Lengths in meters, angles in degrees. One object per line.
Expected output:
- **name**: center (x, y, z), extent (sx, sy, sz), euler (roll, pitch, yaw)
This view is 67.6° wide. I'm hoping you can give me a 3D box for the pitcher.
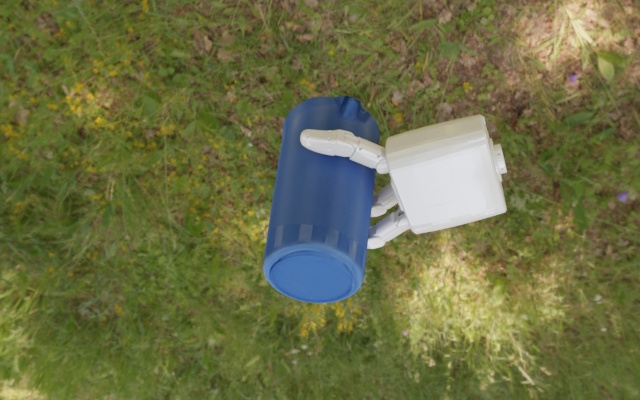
- **pitcher**: center (0.000, 0.002, 0.585), extent (0.145, 0.242, 0.149), euler (-12, -46, 21)
